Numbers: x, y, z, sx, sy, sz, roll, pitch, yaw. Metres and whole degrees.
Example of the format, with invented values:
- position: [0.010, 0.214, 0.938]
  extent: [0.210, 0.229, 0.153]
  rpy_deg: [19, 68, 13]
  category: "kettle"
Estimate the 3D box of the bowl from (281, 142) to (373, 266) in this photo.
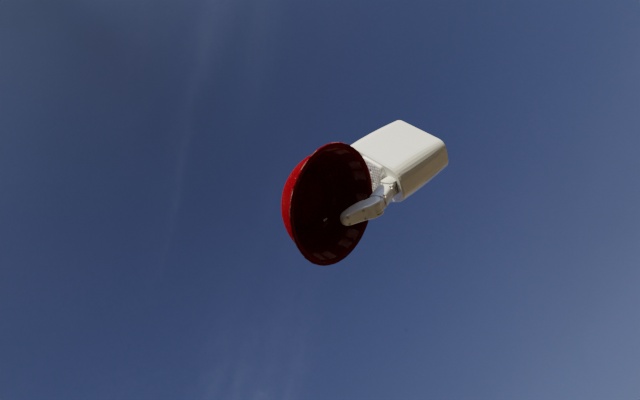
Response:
- position: [-0.001, 0.002, 0.634]
  extent: [0.055, 0.162, 0.162]
  rpy_deg: [11, 7, 41]
  category: "bowl"
